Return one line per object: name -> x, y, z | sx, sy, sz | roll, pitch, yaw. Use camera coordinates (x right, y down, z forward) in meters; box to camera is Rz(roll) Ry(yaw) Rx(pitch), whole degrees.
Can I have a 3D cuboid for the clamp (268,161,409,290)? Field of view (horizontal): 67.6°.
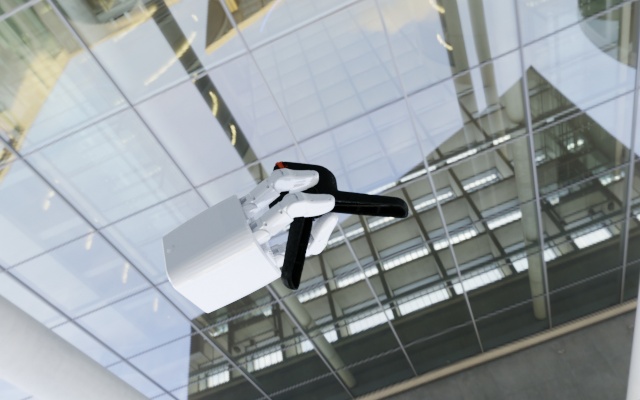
clamp -> 0.000, 0.002, 0.598 | 0.164, 0.036, 0.209 | -27, 40, -4
